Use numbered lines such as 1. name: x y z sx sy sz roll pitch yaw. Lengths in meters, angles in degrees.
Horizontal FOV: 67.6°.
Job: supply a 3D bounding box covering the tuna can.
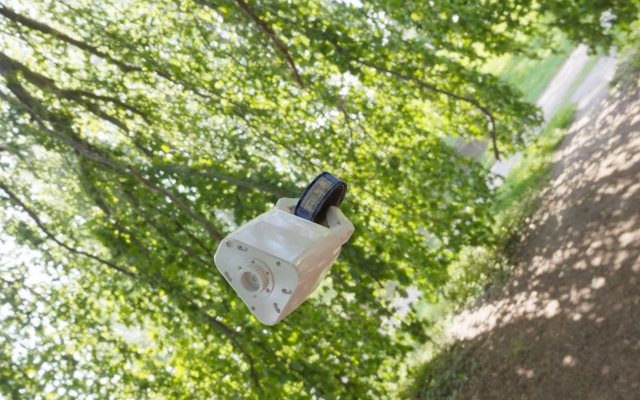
1. tuna can: 0.000 0.002 0.682 0.033 0.086 0.086 34 11 16
